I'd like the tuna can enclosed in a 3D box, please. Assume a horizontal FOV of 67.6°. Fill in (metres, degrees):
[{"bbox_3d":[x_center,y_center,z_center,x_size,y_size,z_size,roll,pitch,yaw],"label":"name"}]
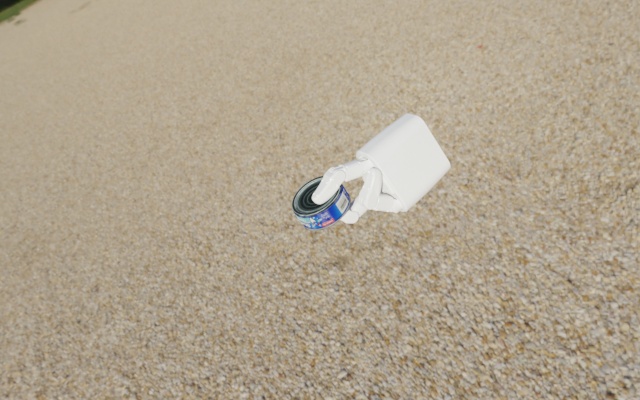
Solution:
[{"bbox_3d":[0.000,0.002,0.720,0.086,0.086,0.034,0,-42,38],"label":"tuna can"}]
